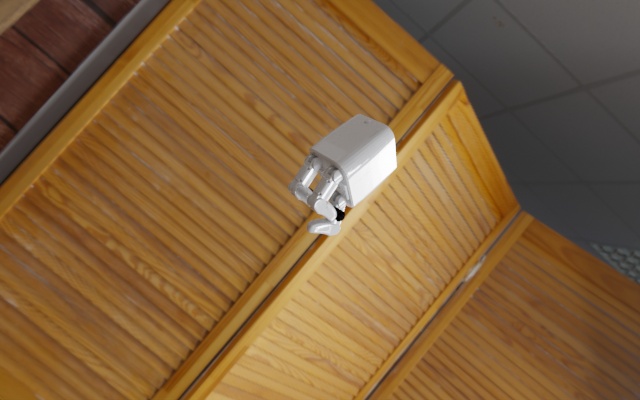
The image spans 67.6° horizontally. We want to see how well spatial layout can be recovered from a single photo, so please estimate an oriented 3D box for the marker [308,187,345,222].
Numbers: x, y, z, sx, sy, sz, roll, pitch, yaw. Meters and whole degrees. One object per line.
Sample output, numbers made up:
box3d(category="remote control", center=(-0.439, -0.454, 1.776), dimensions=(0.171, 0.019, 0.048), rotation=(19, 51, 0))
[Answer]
box3d(category="marker", center=(0.000, 0.003, 0.786), dimensions=(0.020, 0.020, 0.121), rotation=(0, 24, -39))
